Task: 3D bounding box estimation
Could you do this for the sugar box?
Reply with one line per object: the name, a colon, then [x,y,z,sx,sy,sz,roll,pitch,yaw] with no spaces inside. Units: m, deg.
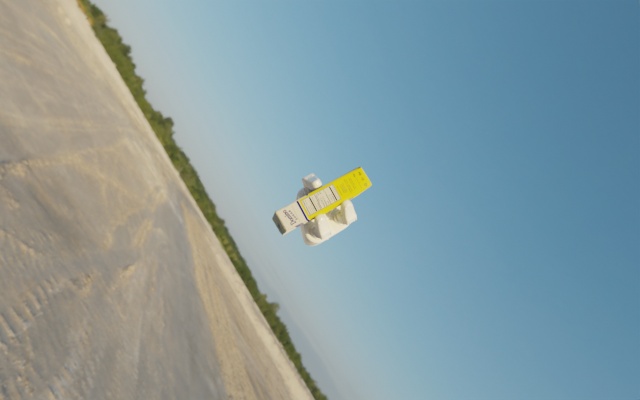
sugar box: [0.000,0.003,0.869,0.176,0.048,0.093,-31,-4,-12]
